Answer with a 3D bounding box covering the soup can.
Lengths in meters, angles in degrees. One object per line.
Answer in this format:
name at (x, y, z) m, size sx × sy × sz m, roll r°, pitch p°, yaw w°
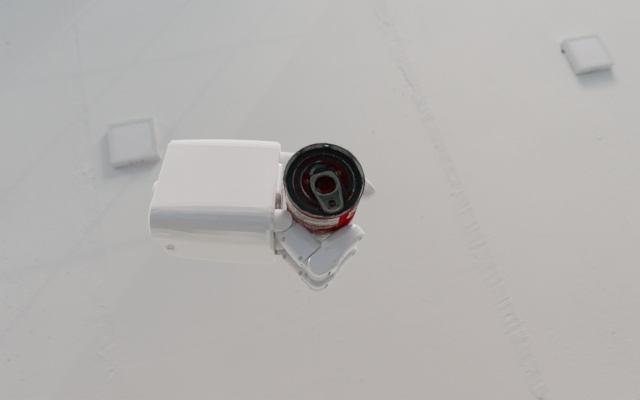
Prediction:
soup can at (0.001, 0.001, 0.438) m, size 0.068 × 0.068 × 0.102 m, roll 0°, pitch -22°, yaw -4°
